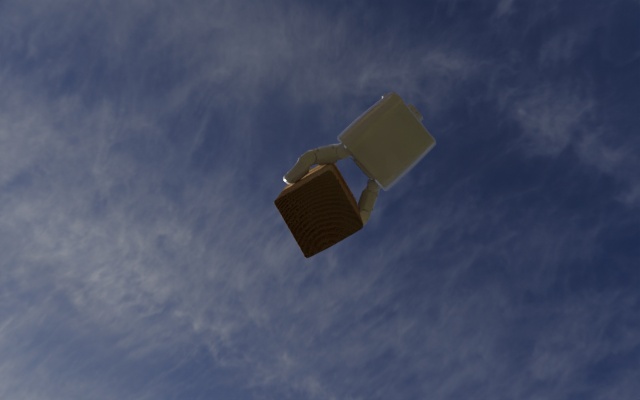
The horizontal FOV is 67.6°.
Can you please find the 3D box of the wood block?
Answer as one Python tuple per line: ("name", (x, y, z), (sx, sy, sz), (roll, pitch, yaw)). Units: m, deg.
("wood block", (0.001, 0.002, 0.719), (0.090, 0.091, 0.206), (-29, 7, 6))
